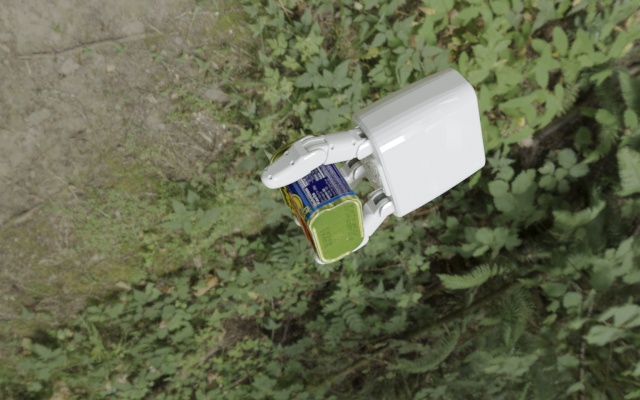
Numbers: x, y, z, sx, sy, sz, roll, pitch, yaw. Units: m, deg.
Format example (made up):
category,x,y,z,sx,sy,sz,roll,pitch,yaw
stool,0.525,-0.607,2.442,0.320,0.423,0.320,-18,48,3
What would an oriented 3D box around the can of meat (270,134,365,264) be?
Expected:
category,x,y,z,sx,sy,sz,roll,pitch,yaw
can of meat,0.000,0.002,0.464,0.057,0.084,0.102,-27,-33,-8
